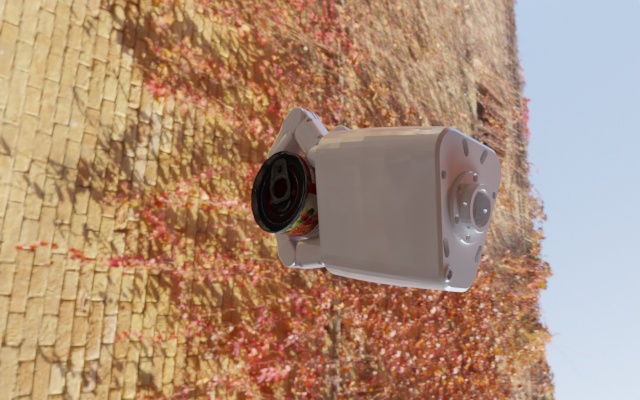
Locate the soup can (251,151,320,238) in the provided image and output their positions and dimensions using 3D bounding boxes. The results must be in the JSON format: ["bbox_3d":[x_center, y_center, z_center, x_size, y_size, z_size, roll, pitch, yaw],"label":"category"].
[{"bbox_3d":[0.000,0.002,0.420,0.068,0.068,0.102,0,-10,45],"label":"soup can"}]
